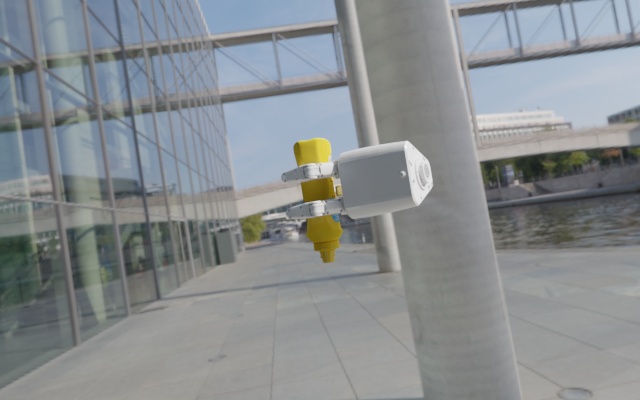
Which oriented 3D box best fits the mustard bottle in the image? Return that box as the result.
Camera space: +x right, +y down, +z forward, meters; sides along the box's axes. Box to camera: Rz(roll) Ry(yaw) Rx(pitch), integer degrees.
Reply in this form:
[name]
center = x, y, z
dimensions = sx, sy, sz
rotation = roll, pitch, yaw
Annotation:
[mustard bottle]
center = 0.000, 0.002, 0.755
dimensions = 0.058, 0.191, 0.096
rotation = -9, -2, 6
